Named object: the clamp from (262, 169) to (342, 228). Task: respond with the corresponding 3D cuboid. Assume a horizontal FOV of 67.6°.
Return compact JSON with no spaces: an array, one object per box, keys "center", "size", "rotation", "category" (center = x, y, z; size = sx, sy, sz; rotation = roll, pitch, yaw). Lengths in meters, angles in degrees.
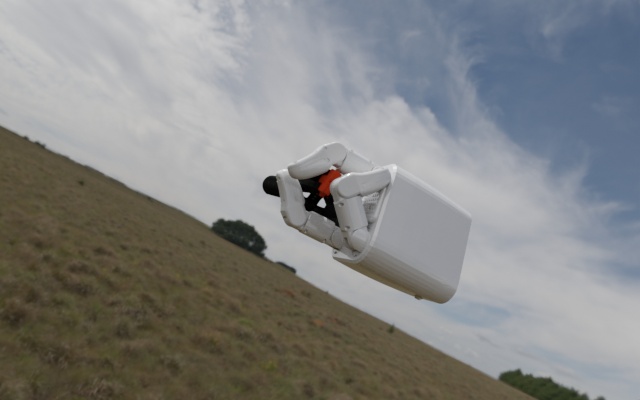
[{"center":[0.000,0.001,0.552],"size":[0.120,0.039,0.171],"rotation":[29,-11,-15],"category":"clamp"}]
